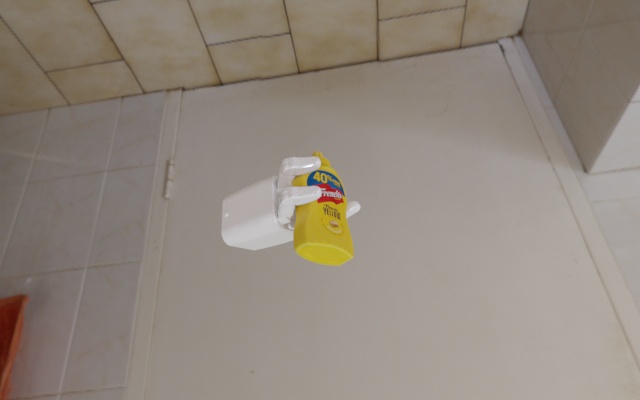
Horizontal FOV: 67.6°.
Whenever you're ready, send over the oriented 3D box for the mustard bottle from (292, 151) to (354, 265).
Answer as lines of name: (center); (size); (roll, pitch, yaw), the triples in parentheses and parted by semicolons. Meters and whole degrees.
mustard bottle: (0.000, 0.003, 0.754); (0.096, 0.191, 0.058); (20, -41, -33)
